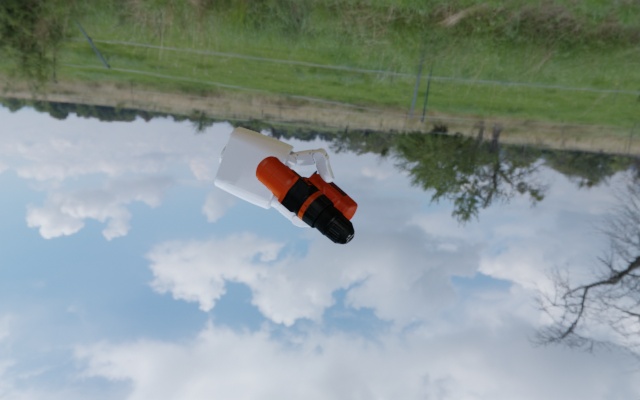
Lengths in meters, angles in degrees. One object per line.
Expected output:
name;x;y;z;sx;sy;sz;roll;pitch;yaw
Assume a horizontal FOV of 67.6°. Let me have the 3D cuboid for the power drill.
power drill;0.000;0.002;0.776;0.184;0.057;0.187;42;9;17
